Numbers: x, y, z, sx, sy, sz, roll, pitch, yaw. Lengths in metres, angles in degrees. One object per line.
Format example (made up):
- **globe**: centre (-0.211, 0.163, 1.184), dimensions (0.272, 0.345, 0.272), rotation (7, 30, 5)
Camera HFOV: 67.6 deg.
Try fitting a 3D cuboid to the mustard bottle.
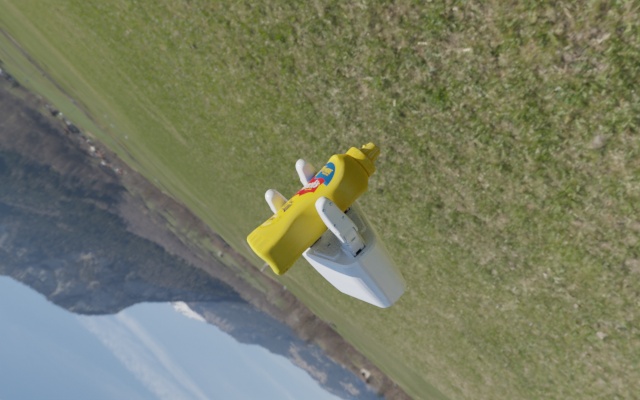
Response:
- **mustard bottle**: centre (0.000, 0.002, 0.572), dimensions (0.191, 0.058, 0.096), rotation (-44, 12, -7)
